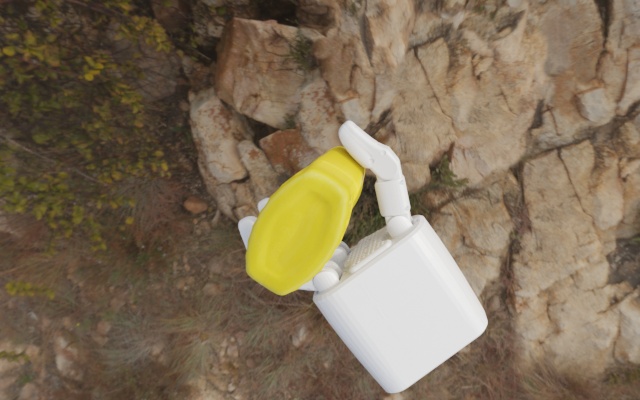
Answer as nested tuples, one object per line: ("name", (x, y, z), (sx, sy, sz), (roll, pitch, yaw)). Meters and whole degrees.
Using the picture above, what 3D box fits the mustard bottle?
("mustard bottle", (0.000, 0.001, 0.408), (0.058, 0.096, 0.191), (31, 18, 2))
